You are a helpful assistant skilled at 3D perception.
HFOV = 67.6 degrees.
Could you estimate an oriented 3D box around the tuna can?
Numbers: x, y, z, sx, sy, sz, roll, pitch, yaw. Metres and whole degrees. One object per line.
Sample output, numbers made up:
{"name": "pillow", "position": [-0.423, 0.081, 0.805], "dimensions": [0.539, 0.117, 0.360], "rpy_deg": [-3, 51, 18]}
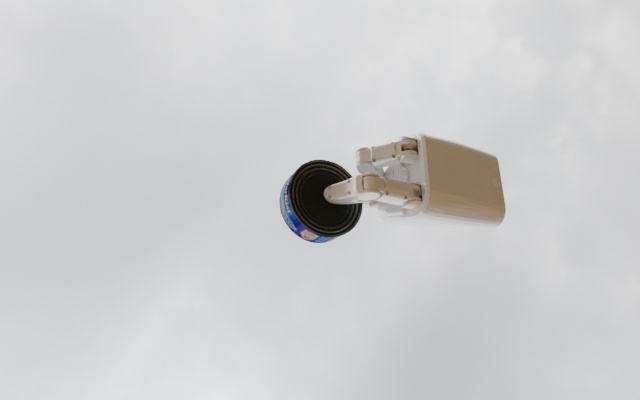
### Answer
{"name": "tuna can", "position": [0.000, 0.002, 0.513], "dimensions": [0.086, 0.086, 0.034], "rpy_deg": [0, -18, -27]}
